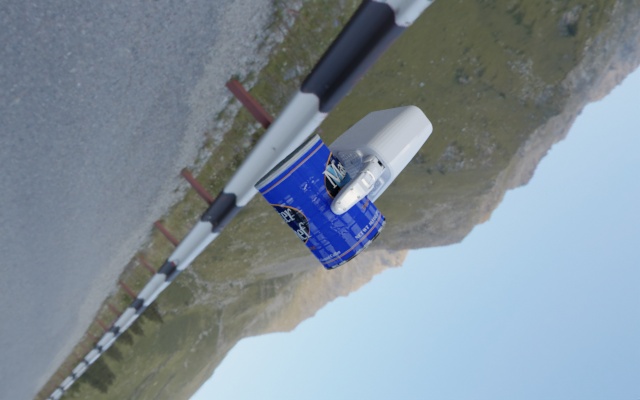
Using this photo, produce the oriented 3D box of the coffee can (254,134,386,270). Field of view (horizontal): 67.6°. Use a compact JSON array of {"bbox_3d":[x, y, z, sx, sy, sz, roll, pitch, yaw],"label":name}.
[{"bbox_3d":[0.000,0.002,0.605,0.103,0.140,0.102,-39,9,7],"label":"coffee can"}]
